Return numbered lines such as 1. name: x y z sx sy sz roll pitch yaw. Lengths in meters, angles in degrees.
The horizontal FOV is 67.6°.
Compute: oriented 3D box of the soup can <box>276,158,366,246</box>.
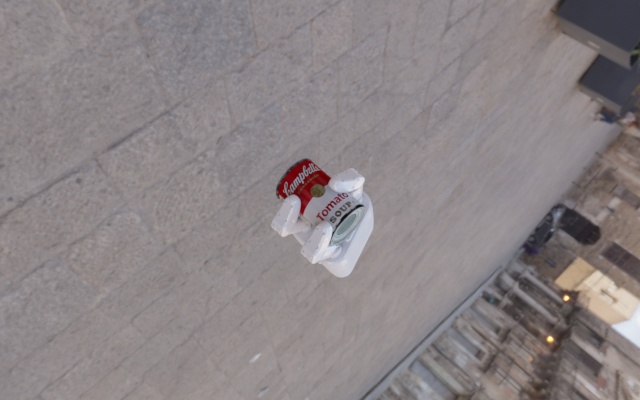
1. soup can: 0.000 0.002 0.621 0.102 0.068 0.068 41 18 21
